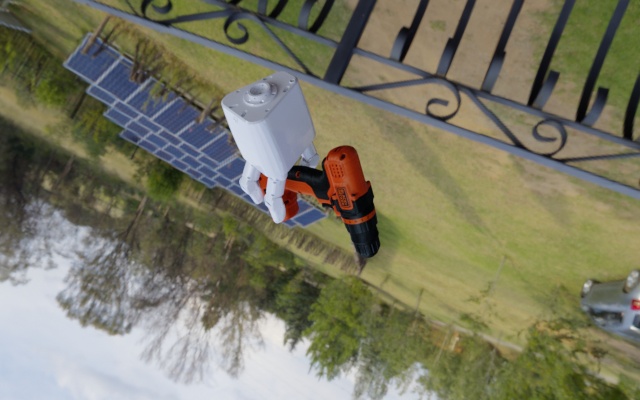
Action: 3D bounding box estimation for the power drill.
[{"bbox_3d":[0.000,0.002,0.750,0.187,0.184,0.057,3,30,37],"label":"power drill"}]
